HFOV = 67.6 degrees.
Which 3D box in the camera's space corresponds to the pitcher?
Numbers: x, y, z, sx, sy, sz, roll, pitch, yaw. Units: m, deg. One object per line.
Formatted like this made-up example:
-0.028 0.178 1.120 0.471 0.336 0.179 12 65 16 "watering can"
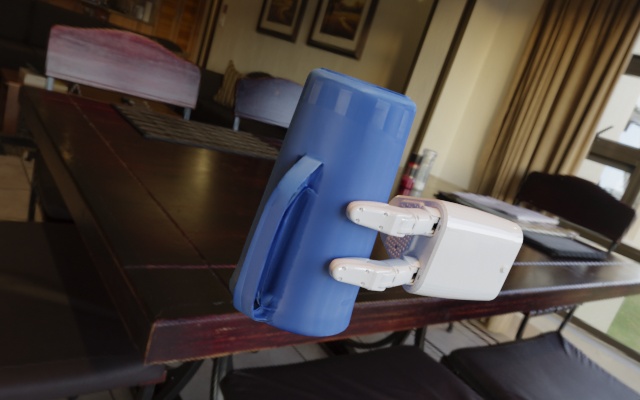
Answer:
0.000 0.002 0.468 0.145 0.243 0.149 13 15 -21 "pitcher"
